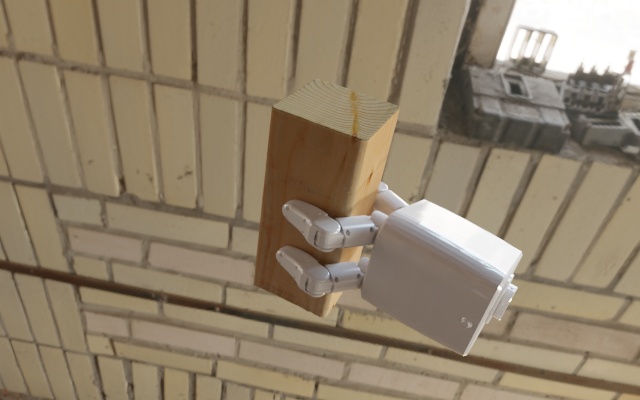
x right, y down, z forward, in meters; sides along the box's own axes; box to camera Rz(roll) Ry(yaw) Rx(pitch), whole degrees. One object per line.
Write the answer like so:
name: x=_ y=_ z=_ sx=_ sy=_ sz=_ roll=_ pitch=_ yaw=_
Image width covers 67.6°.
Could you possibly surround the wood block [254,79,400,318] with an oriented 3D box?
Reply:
wood block: x=0.001 y=0.001 z=0.472 sx=0.090 sy=0.206 sz=0.090 roll=22 pitch=36 yaw=16
